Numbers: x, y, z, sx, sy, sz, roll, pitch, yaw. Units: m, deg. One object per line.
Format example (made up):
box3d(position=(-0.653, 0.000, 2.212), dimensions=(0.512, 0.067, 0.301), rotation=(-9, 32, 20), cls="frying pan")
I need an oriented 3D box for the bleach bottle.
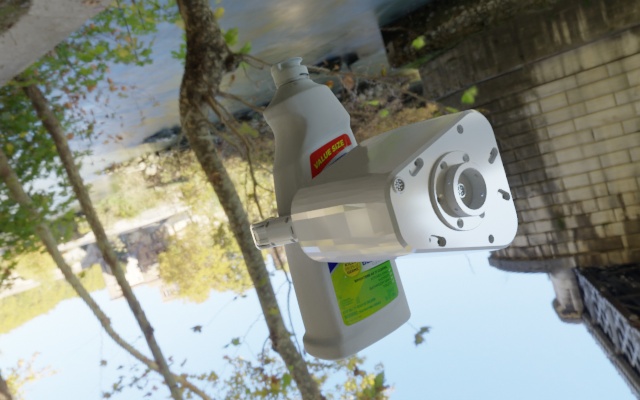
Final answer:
box3d(position=(0.000, 0.001, 0.422), dimensions=(0.102, 0.251, 0.068), rotation=(-19, 4, -33), cls="bleach bottle")
